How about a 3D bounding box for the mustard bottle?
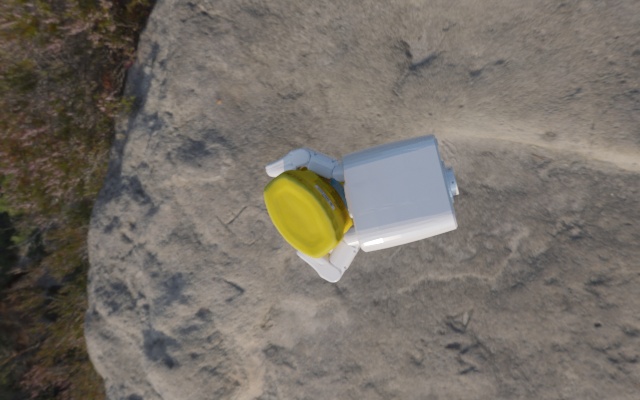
[{"bbox_3d":[0.000,0.002,0.578,0.058,0.096,0.191,-40,-2,16],"label":"mustard bottle"}]
